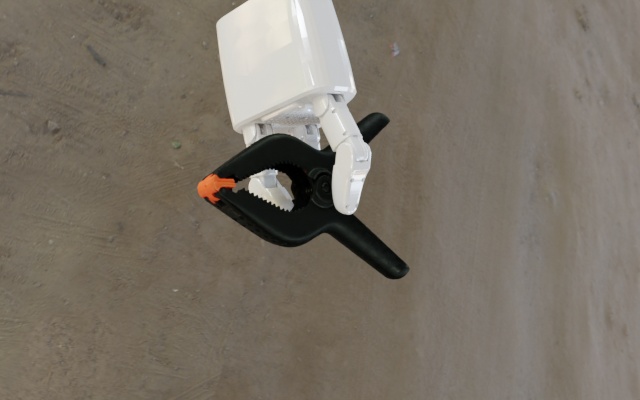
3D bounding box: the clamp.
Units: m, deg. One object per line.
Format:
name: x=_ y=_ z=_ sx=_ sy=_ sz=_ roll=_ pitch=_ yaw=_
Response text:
clamp: x=0.000 y=0.001 z=0.412 sx=0.210 sy=0.164 sz=0.036 roll=-7 pitch=-8 yaw=-40
